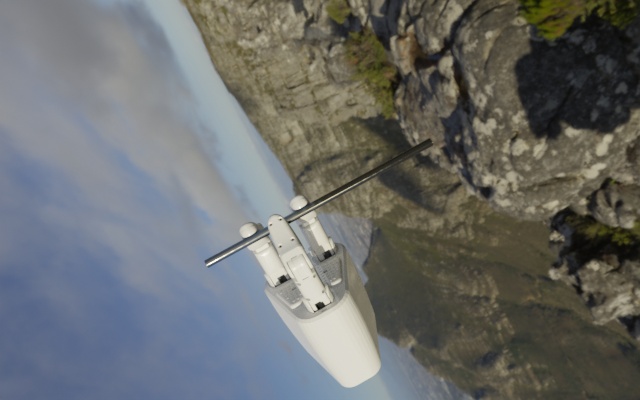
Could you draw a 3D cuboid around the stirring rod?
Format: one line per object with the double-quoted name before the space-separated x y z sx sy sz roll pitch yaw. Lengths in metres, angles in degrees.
"stirring rod" 0.000 0.001 0.449 0.239 0.011 0.011 -29 2 -3
